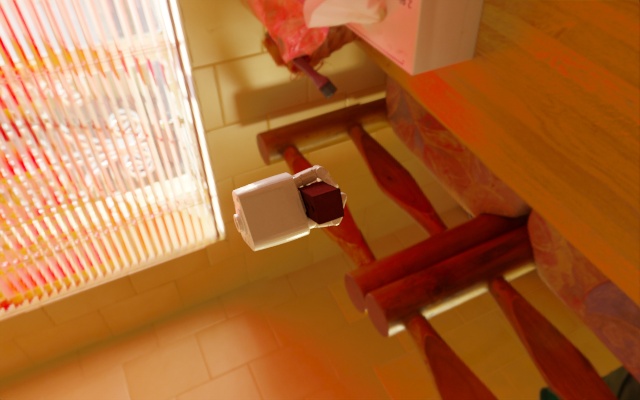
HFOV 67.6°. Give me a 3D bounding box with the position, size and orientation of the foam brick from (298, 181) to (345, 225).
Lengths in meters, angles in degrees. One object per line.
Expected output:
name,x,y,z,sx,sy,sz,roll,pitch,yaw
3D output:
foam brick,0.000,0.003,0.835,0.051,0.053,0.078,-18,18,-19
